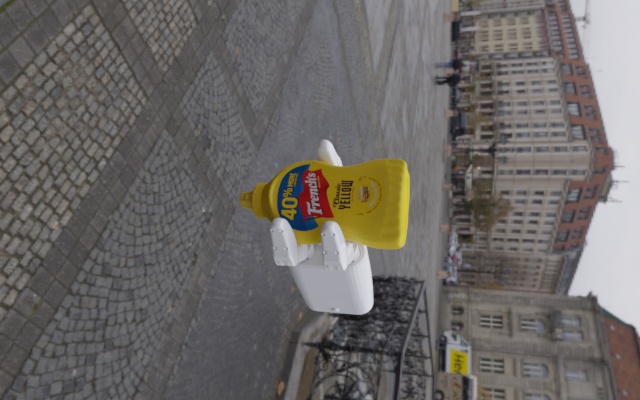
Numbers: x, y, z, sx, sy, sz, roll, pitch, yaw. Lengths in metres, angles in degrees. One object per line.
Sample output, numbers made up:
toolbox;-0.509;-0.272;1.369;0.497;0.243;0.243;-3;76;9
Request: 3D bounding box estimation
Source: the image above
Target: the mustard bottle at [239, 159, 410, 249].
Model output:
mustard bottle;0.000;0.002;0.535;0.191;0.096;0.058;1;-20;17
